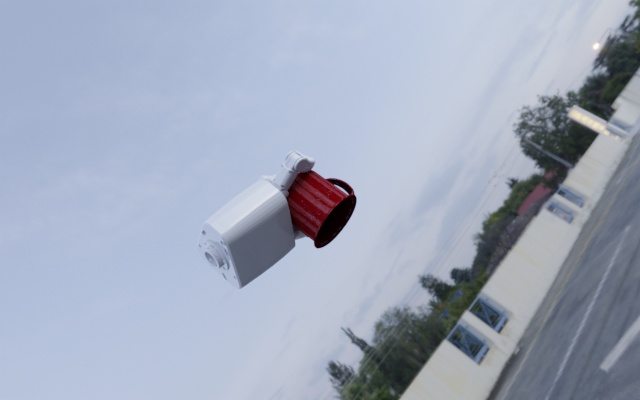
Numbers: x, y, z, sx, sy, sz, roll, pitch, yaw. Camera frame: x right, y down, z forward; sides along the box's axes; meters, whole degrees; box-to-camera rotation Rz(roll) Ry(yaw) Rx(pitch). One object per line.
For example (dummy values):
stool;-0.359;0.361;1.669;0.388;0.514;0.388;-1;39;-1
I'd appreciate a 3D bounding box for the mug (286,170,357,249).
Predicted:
mug;0.001;0.001;0.695;0.081;0.093;0.117;36;53;21
